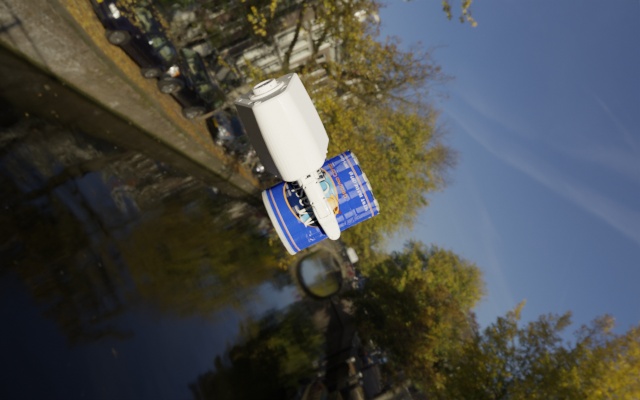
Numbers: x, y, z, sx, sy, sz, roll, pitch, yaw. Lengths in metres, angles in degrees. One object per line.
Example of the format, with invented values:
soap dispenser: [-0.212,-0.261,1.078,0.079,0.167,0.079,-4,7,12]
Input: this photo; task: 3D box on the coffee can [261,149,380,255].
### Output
coffee can: [0.000,0.002,0.685,0.140,0.103,0.103,-25,0,0]
